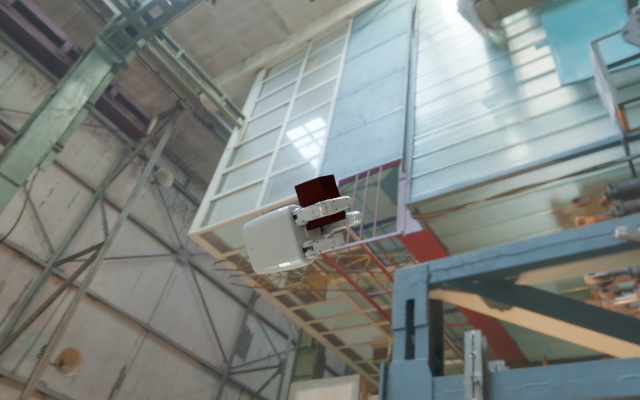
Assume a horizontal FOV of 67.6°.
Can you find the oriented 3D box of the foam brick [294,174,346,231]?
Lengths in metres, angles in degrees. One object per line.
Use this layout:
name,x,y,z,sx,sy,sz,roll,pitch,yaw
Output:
foam brick,0.000,0.002,0.779,0.051,0.078,0.053,-19,-4,31
